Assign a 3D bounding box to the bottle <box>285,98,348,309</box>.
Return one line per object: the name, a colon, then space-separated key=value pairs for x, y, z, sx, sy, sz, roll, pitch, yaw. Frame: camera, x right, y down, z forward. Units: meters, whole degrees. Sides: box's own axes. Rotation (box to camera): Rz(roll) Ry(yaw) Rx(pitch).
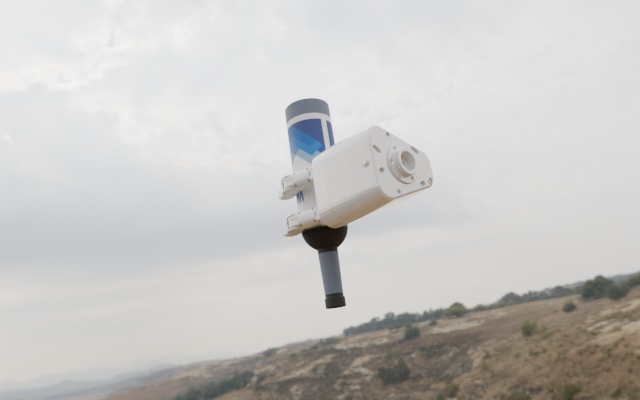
bottle: x=0.000 y=0.002 z=0.674 sx=0.069 sy=0.295 sz=0.069 roll=-8 pitch=-17 yaw=-2
